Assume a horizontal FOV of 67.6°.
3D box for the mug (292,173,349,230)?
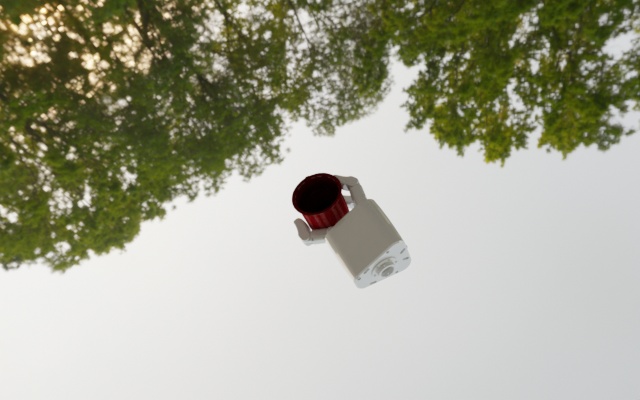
[{"bbox_3d":[0.000,0.002,0.873,0.093,0.117,0.082,-30,-41,-2],"label":"mug"}]
